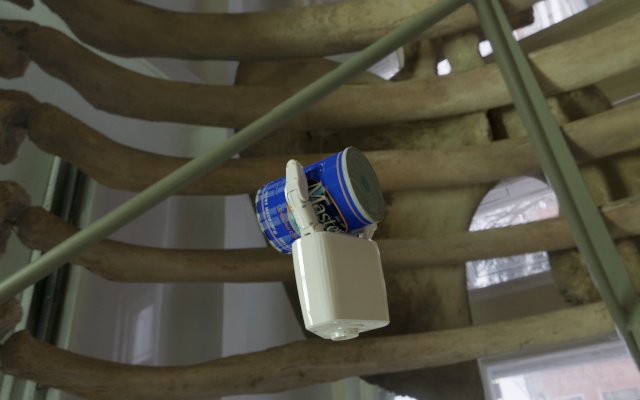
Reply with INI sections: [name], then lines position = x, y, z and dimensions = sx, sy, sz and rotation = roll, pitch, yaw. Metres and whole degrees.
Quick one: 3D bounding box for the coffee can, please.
[coffee can]
position = 0.000, 0.002, 0.634
dimensions = 0.140, 0.103, 0.103
rotation = -22, -10, 25
